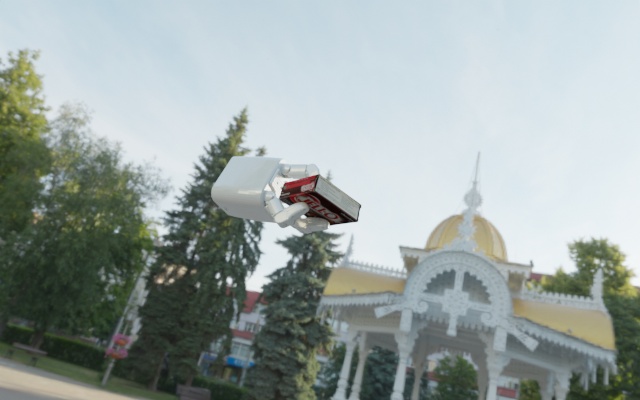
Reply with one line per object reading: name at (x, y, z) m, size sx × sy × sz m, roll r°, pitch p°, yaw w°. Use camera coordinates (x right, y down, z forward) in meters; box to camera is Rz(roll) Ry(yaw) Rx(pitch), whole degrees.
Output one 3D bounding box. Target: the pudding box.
pudding box at (0.000, 0.003, 0.814) m, size 0.113 × 0.039 × 0.090 m, roll 32°, pitch -28°, yaw -35°
